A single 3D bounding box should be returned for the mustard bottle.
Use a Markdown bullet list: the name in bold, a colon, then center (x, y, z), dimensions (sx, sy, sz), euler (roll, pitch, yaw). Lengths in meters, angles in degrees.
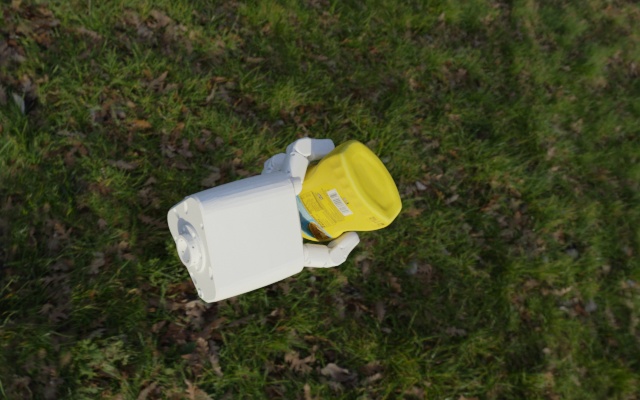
- **mustard bottle**: center (0.000, 0.002, 0.564), dimensions (0.192, 0.096, 0.058), euler (-22, 20, 52)
